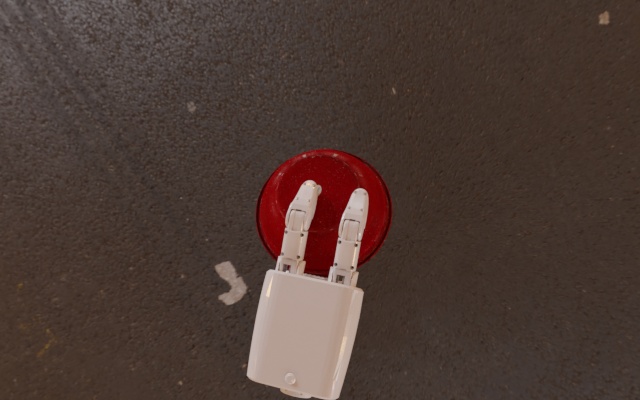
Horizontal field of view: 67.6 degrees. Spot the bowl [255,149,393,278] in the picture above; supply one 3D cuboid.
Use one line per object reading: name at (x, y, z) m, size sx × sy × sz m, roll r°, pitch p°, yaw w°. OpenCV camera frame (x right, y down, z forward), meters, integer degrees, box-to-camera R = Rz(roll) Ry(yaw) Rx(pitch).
bowl at (0.000, 0.000, 0.537) m, size 0.162 × 0.162 × 0.055 m, roll 0°, pitch -23°, yaw 7°
